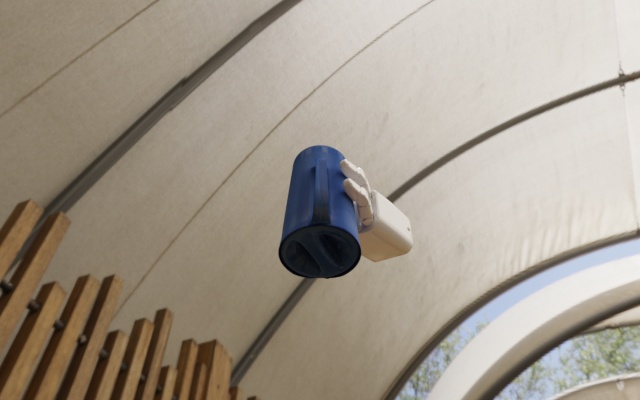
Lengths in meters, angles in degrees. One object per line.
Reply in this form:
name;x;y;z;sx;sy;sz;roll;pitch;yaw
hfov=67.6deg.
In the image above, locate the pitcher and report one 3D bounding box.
pitcher;0.000;0.003;0.842;0.145;0.242;0.149;36;-57;-28
